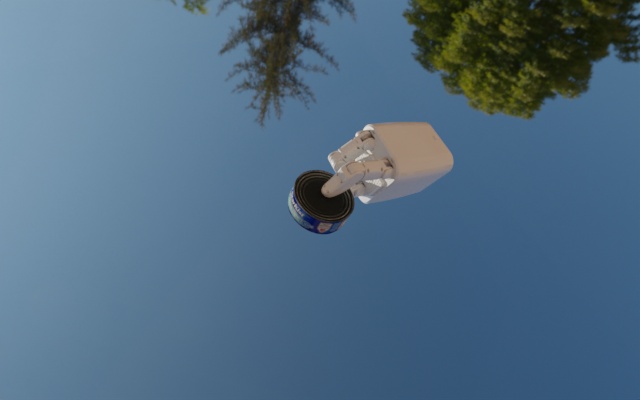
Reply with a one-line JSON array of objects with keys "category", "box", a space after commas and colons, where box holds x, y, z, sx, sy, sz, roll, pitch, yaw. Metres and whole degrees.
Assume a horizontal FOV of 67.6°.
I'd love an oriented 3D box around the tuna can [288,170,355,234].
[{"category": "tuna can", "box": [0.000, 0.002, 0.641, 0.086, 0.086, 0.034, 0, -36, -26]}]
